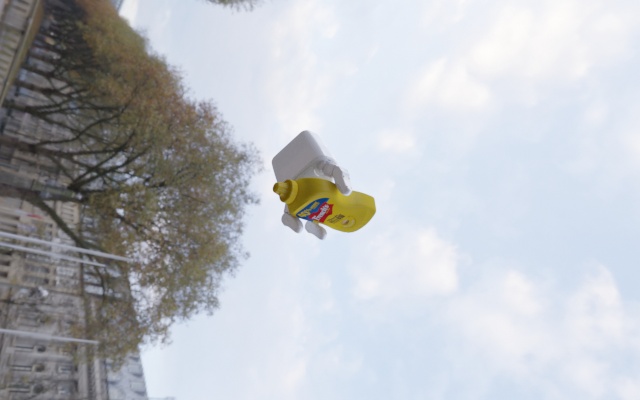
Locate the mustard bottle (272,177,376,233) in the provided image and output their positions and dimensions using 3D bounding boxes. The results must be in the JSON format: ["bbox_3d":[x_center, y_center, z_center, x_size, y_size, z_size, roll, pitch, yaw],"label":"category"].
[{"bbox_3d":[0.000,0.003,0.843,0.192,0.058,0.096,19,-38,-33],"label":"mustard bottle"}]
